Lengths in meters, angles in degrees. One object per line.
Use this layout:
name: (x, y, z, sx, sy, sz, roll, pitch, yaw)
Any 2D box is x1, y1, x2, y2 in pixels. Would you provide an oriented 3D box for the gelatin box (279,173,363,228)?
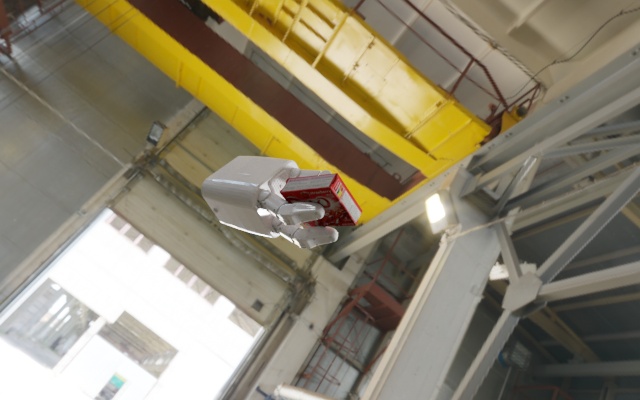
gelatin box: (0.001, 0.002, 0.637, 0.089, 0.030, 0.073, -5, -46, 38)
